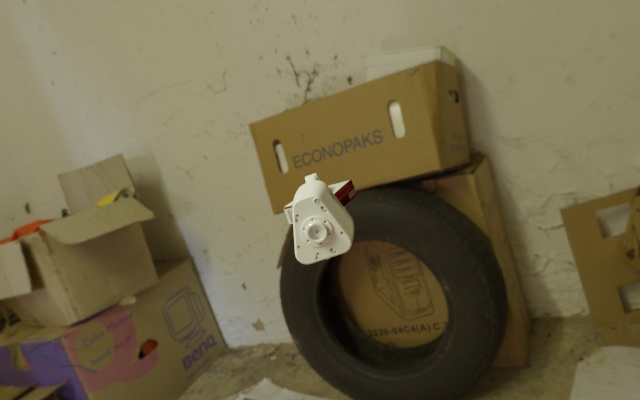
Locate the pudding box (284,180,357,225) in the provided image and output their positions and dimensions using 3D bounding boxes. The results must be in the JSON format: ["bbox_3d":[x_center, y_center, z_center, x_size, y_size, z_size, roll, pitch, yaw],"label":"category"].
[{"bbox_3d":[0.000,0.003,0.891,0.113,0.039,0.090,-12,15,34],"label":"pudding box"}]
